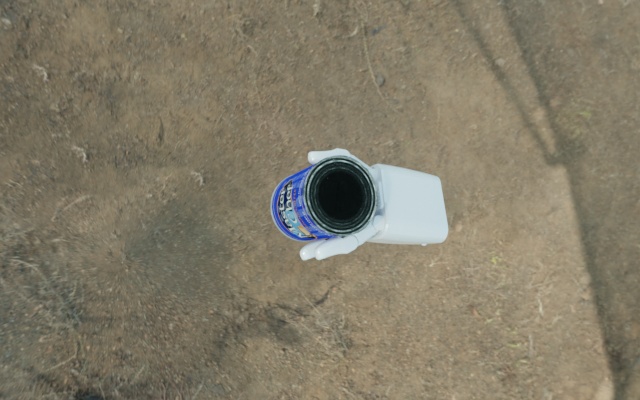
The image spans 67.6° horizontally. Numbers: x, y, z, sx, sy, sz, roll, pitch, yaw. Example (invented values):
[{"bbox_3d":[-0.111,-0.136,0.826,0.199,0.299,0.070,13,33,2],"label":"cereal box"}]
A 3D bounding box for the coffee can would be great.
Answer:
[{"bbox_3d":[0.000,0.002,0.655,0.103,0.103,0.140,0,-7,-23],"label":"coffee can"}]
